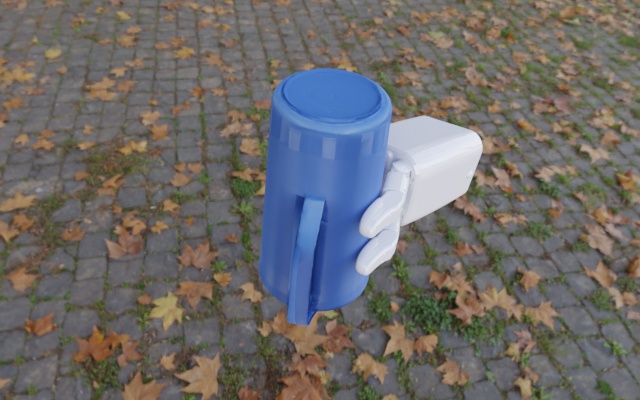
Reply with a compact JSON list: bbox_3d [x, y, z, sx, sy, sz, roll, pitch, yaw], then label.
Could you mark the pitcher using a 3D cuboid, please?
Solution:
[{"bbox_3d":[0.000,0.002,0.492,0.145,0.243,0.149,-21,49,-26],"label":"pitcher"}]
